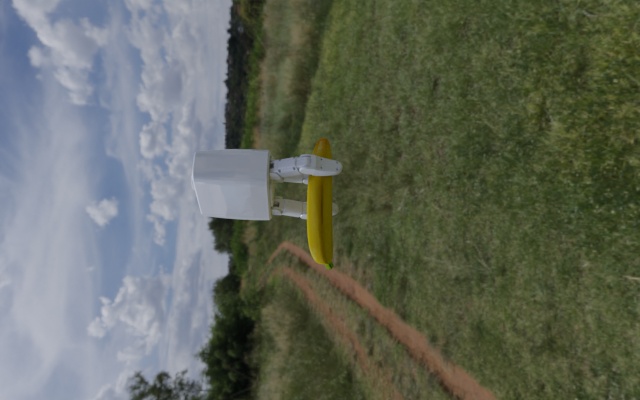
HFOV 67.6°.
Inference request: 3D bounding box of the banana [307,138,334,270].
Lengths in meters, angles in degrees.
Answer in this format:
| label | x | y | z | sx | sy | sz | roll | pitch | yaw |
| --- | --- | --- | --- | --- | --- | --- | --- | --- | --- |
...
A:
| label | x | y | z | sx | sy | sz | roll | pitch | yaw |
| --- | --- | --- | --- | --- | --- | --- | --- | --- | --- |
| banana | 0.000 | 0.007 | 0.688 | 0.037 | 0.198 | 0.069 | 0 | 3 | 2 |
